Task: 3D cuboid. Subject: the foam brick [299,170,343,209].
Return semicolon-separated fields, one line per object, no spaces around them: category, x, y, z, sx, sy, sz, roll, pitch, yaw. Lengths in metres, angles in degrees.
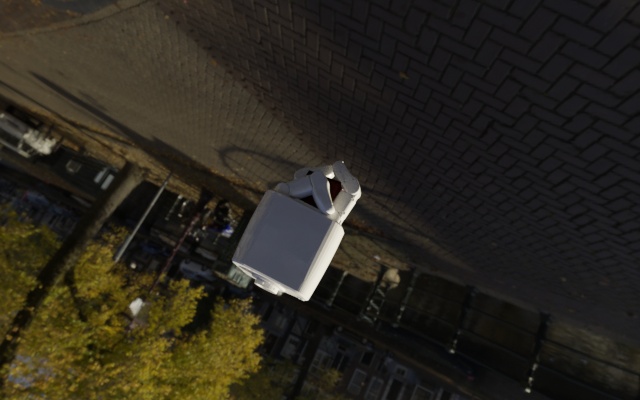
foam brick;0.000;0.002;0.678;0.053;0.051;0.078;22;-18;18
